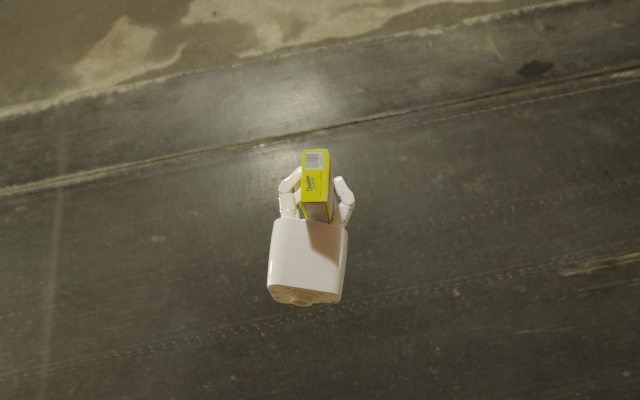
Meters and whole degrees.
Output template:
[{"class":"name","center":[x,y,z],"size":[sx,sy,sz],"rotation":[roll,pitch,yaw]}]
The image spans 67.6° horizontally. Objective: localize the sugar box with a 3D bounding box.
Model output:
[{"class":"sugar box","center":[0.000,0.003,0.774],"size":[0.048,0.093,0.176],"rotation":[0,-28,4]}]
